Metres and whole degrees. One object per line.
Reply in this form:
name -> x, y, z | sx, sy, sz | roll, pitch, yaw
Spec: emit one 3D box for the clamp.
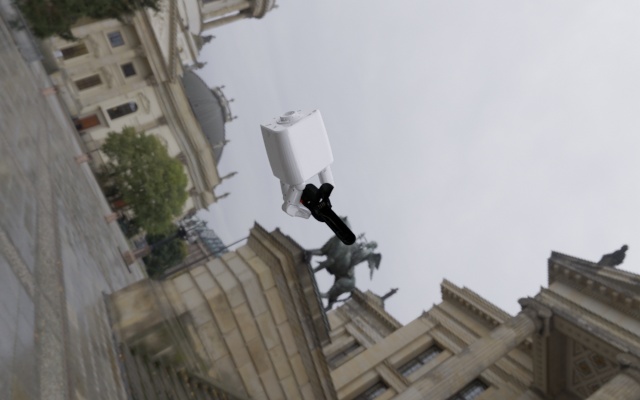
clamp -> 0.001, 0.003, 0.860 | 0.039, 0.120, 0.171 | -27, 30, -20
